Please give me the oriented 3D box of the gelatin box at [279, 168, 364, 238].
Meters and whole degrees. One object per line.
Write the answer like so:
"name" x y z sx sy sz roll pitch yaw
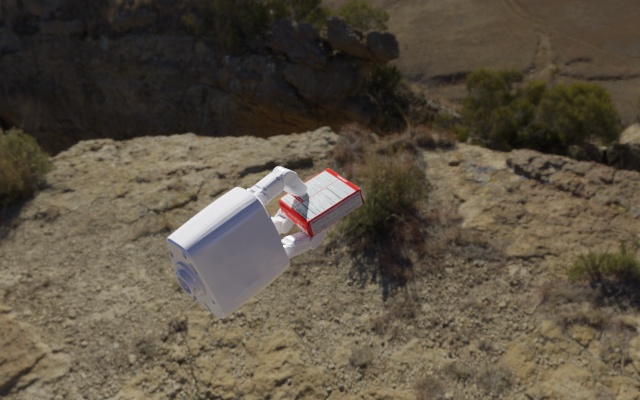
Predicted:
"gelatin box" 0.000 0.002 0.631 0.089 0.030 0.073 -33 41 -19
